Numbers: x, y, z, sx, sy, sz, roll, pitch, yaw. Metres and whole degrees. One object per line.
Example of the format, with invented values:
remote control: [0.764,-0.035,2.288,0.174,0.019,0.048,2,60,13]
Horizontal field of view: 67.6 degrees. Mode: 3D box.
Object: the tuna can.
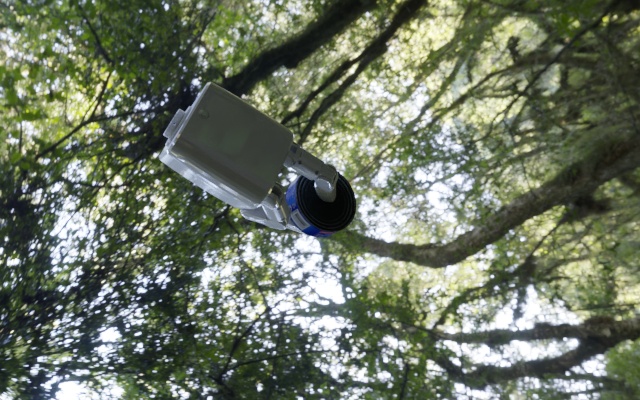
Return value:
tuna can: [0.000,0.002,0.594,0.086,0.086,0.034,0,-19,-32]
